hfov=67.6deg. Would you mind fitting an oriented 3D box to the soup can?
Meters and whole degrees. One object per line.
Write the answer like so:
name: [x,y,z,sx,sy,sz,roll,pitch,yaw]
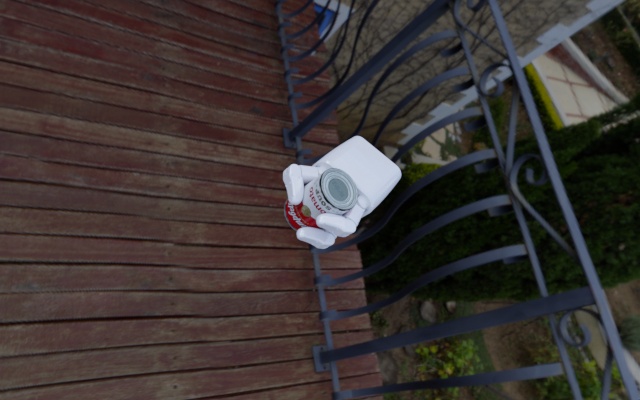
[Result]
soup can: [0.000,0.002,0.714,0.068,0.068,0.102,0,-22,-37]
